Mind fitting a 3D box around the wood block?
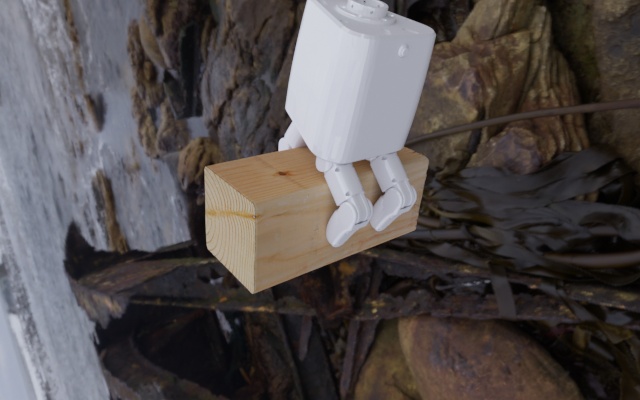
[{"bbox_3d":[0.000,0.001,0.475,0.206,0.090,0.090,-16,34,-35],"label":"wood block"}]
